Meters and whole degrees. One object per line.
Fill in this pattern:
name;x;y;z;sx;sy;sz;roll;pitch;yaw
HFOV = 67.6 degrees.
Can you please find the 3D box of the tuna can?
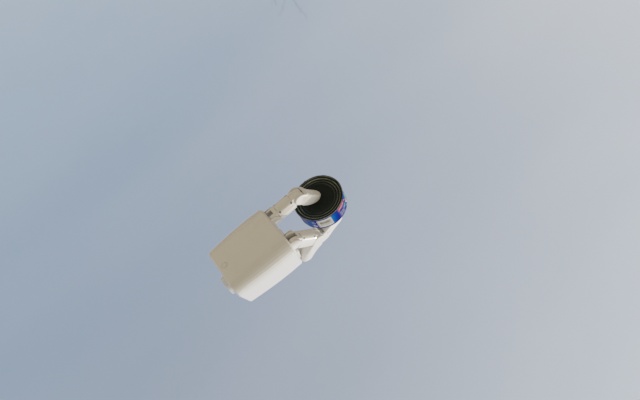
tuna can;0.000;0.003;0.793;0.086;0.086;0.034;0;-29;21
